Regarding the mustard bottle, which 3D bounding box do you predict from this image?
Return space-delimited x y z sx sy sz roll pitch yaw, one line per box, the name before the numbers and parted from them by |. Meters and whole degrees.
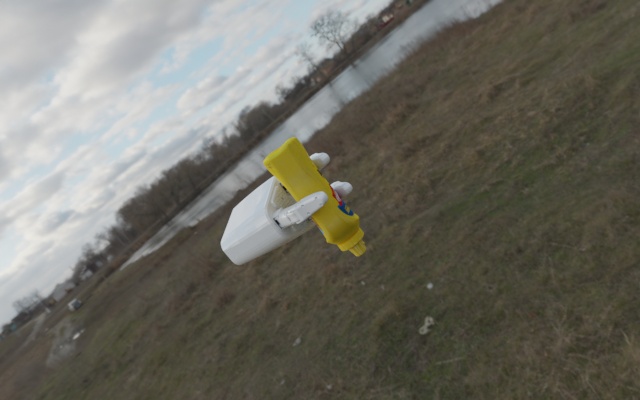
mustard bottle | 0.000 0.002 0.671 0.058 0.191 0.096 -38 10 4
